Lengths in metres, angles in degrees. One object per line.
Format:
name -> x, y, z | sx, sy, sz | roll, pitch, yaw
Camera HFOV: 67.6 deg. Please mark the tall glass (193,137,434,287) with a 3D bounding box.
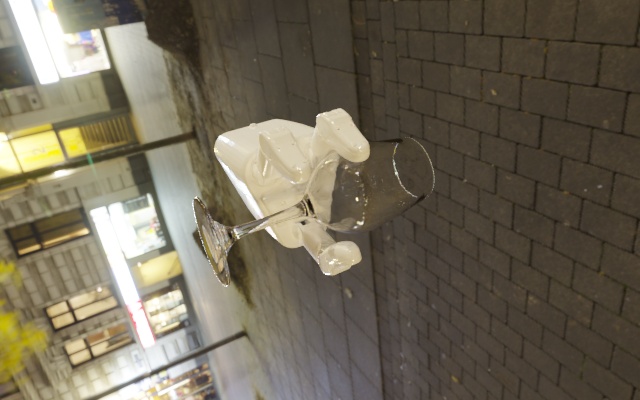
tall glass -> 0.000, 0.002, 0.410 | 0.201, 0.079, 0.079 | -20, 8, -22
